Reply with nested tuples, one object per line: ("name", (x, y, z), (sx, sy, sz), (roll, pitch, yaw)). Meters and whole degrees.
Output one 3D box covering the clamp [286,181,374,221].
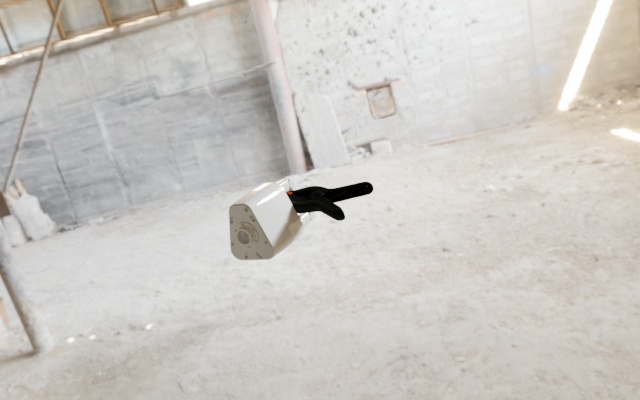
("clamp", (0.000, 0.002, 0.867), (0.171, 0.039, 0.120), (-6, 18, 29))
